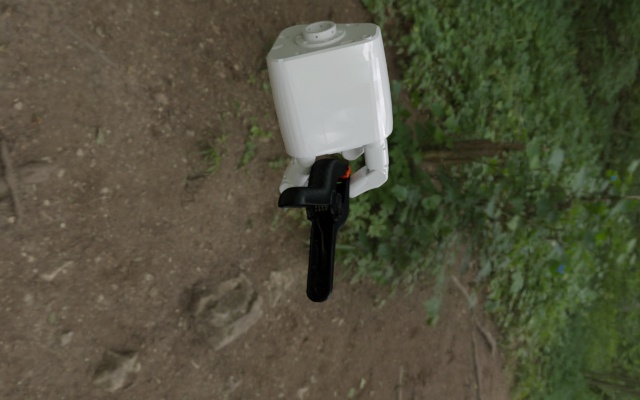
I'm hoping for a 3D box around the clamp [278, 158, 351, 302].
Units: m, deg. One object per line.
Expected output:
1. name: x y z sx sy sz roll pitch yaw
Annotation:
1. clamp: 0.001 0.002 0.481 0.039 0.120 0.171 -2 39 13
